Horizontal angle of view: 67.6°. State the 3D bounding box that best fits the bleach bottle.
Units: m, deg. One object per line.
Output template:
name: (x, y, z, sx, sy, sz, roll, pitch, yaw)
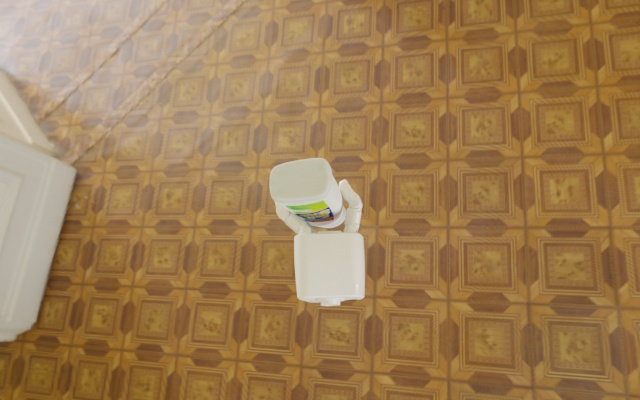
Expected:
bleach bottle: (0.000, 0.003, 0.833, 0.102, 0.068, 0.251, -7, -18, 15)
